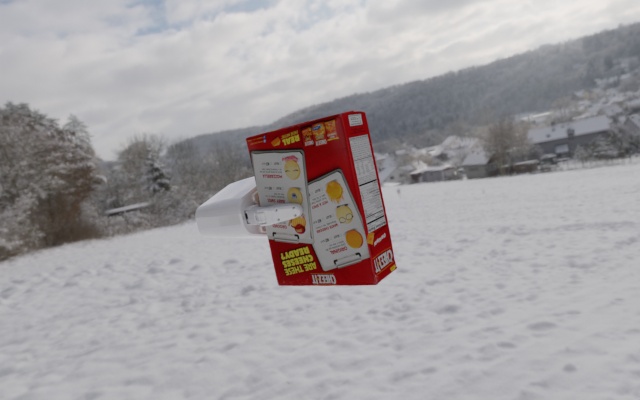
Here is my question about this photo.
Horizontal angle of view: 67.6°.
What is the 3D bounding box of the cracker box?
[{"bbox_3d":[0.000,0.002,0.640,0.164,0.214,0.072,-8,8,37],"label":"cracker box"}]
